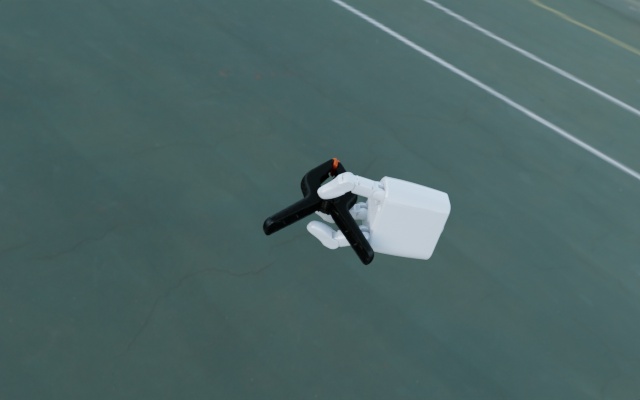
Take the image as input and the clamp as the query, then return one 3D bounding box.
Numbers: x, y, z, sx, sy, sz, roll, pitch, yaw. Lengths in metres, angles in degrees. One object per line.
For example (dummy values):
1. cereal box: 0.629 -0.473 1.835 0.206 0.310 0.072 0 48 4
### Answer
1. clamp: 0.001 0.002 0.745 0.164 0.036 0.209 14 41 -10
